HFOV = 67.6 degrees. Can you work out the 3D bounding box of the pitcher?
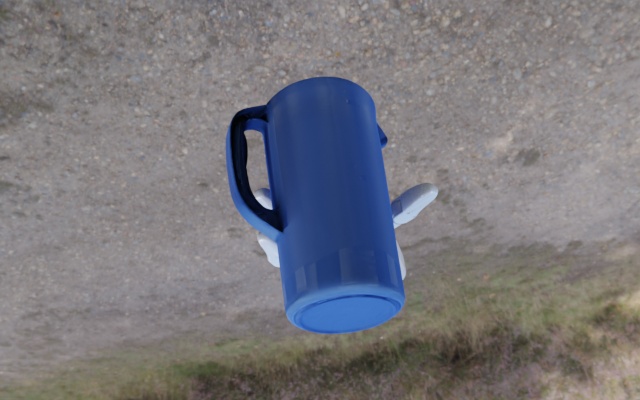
[{"bbox_3d":[0.000,0.002,0.484,0.149,0.242,0.145,-18,-35,16],"label":"pitcher"}]
